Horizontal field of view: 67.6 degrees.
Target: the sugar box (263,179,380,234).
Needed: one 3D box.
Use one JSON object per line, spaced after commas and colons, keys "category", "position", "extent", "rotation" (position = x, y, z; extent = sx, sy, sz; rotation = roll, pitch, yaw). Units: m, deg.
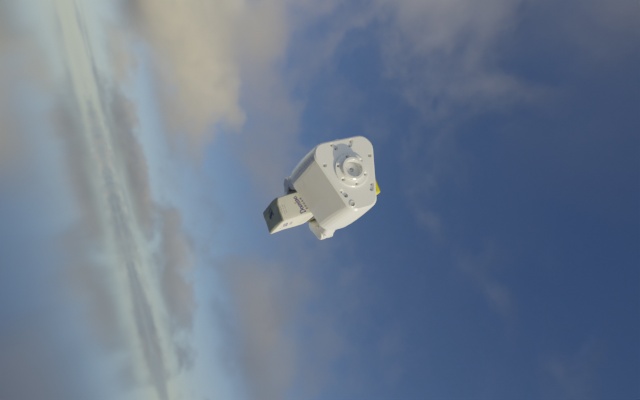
{"category": "sugar box", "position": [0.000, 0.002, 0.791], "extent": [0.176, 0.048, 0.093], "rotation": [-14, -11, -23]}
